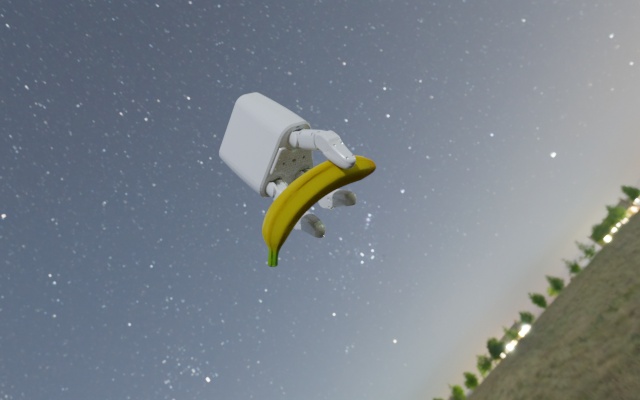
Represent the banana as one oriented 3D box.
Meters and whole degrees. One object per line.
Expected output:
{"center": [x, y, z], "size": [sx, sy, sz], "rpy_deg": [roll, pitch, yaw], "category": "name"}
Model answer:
{"center": [-0.006, -0.008, 0.588], "size": [0.197, 0.070, 0.037], "rpy_deg": [-42, 53, -21], "category": "banana"}
